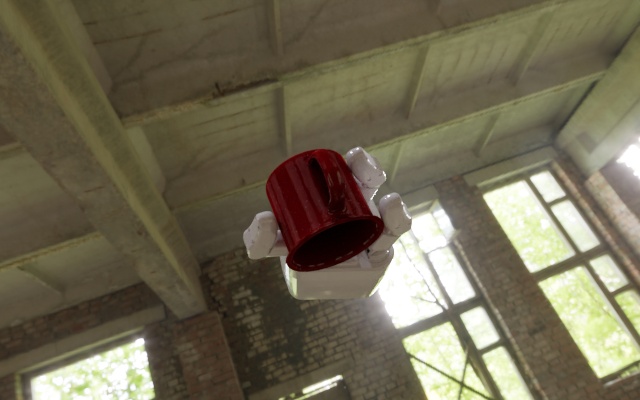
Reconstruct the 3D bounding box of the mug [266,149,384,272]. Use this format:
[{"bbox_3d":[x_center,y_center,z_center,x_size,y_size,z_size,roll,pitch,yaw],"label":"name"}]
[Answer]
[{"bbox_3d":[0.000,0.001,0.426,0.093,0.081,0.117,-17,-28,-14],"label":"mug"}]
